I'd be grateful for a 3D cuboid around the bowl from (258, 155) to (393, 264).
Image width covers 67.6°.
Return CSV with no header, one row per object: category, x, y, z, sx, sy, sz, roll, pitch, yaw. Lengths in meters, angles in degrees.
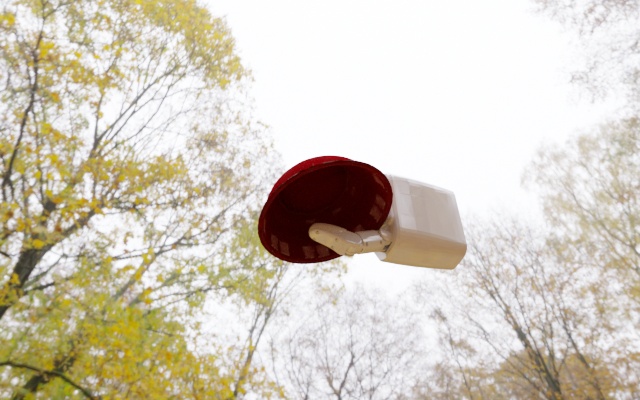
bowl,-0.001,0.001,0.559,0.162,0.162,0.055,0,42,-25
